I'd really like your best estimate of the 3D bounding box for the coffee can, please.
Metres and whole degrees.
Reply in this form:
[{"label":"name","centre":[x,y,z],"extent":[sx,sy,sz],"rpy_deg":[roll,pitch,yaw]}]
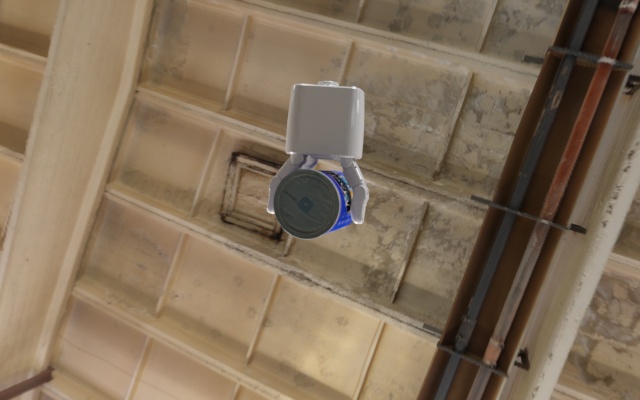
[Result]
[{"label":"coffee can","centre":[0.000,0.003,0.755],"extent":[0.103,0.103,0.140],"rpy_deg":[0,3,18]}]
